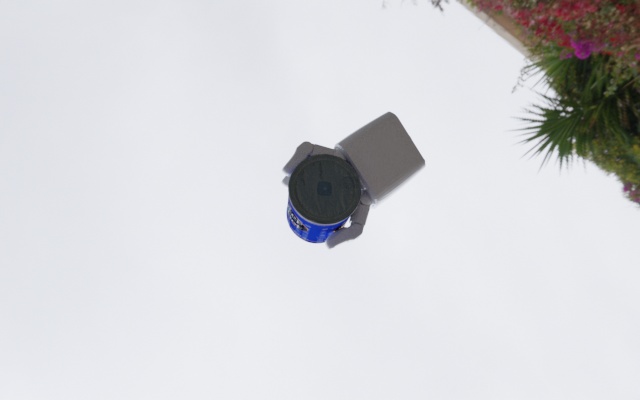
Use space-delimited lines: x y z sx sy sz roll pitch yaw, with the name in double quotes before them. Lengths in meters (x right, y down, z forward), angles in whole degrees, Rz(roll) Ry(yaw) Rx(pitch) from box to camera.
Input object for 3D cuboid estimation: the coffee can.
"coffee can" 0.000 0.002 0.726 0.103 0.102 0.140 0 -16 -5
